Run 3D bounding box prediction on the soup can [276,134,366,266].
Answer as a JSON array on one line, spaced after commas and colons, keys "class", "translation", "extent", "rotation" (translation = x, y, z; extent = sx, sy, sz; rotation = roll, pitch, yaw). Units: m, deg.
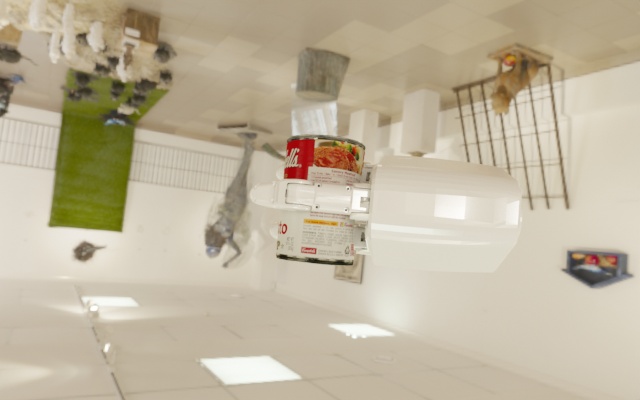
[{"class": "soup can", "translation": [0.000, 0.002, 0.406], "extent": [0.068, 0.102, 0.068], "rotation": [6, -5, 0]}]
